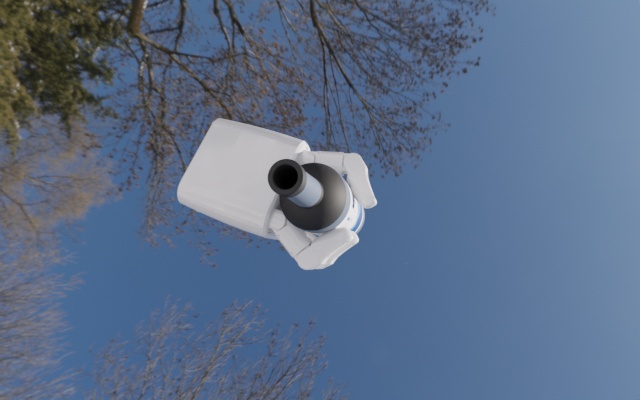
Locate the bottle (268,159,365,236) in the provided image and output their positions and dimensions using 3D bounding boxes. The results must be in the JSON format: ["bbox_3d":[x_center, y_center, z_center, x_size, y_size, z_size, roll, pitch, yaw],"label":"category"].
[{"bbox_3d":[0.000,0.002,0.492,0.069,0.069,0.296,0,-7,10],"label":"bottle"}]
